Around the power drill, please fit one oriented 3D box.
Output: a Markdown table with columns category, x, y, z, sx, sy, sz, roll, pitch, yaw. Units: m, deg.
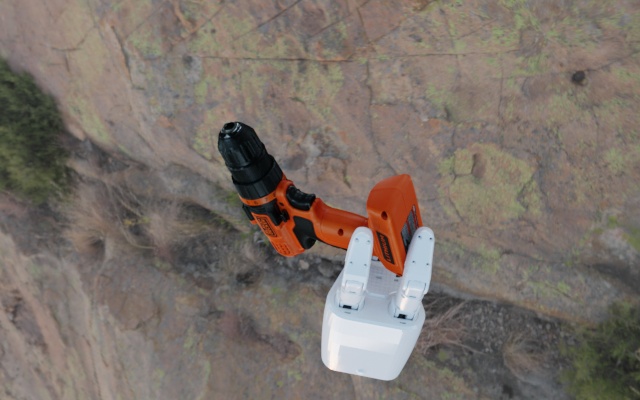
| category | x | y | z | sx | sy | sz | roll | pitch | yaw |
| --- | --- | --- | --- | --- | --- | --- | --- | --- | --- |
| power drill | 0.001 | 0.002 | 0.472 | 0.187 | 0.057 | 0.185 | 11 | -35 | 32 |
